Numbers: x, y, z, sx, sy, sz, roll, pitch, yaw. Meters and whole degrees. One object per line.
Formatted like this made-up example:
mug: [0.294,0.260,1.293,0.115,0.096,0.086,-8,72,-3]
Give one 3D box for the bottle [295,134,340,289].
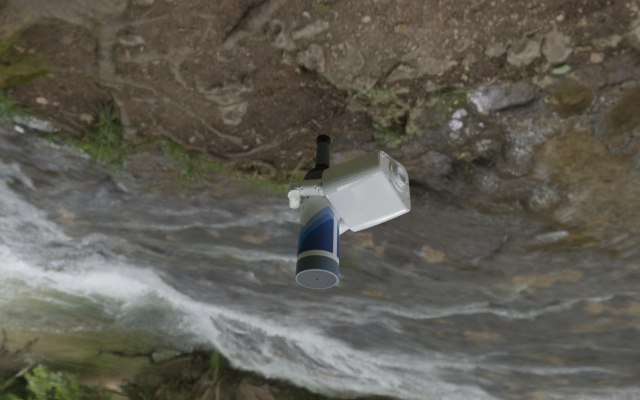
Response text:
bottle: [0.000,0.003,0.817,0.069,0.295,0.069,2,-36,1]
